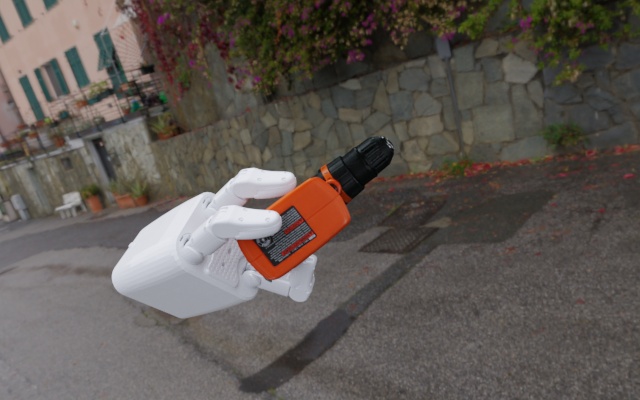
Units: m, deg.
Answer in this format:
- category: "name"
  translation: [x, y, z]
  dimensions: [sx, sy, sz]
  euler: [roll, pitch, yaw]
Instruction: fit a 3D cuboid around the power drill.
- category: "power drill"
  translation: [0.000, 0.002, 0.499]
  dimensions: [0.184, 0.057, 0.187]
  euler: [-40, 1, 13]
